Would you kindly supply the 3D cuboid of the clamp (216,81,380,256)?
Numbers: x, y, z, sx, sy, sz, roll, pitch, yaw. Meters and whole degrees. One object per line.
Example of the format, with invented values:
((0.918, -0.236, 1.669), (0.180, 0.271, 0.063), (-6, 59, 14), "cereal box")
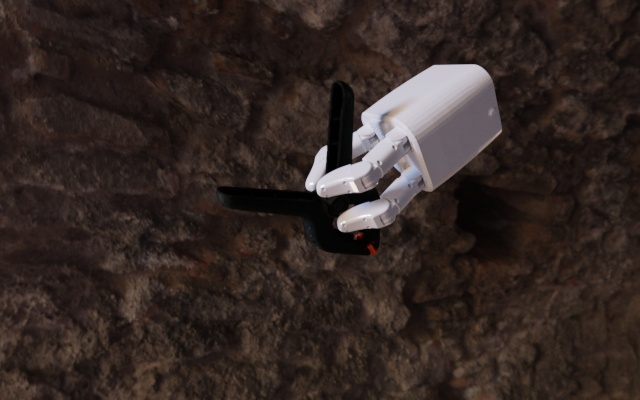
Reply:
((0.000, 0.001, 0.507), (0.164, 0.210, 0.036), (-37, 40, -7), "clamp")
